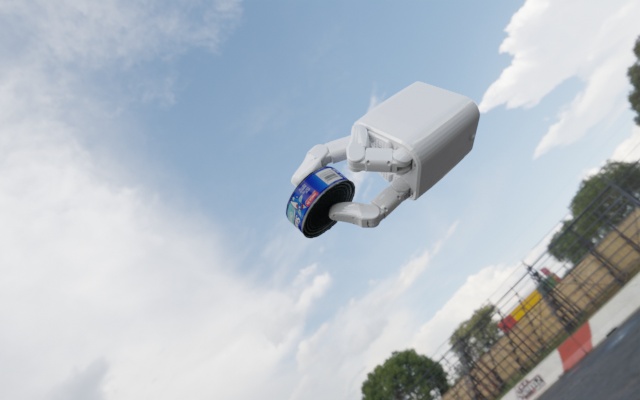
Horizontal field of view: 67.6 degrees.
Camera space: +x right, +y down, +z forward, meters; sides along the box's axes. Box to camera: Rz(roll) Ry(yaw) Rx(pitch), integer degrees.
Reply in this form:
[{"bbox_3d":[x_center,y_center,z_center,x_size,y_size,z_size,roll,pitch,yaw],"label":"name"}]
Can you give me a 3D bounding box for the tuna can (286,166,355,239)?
[{"bbox_3d":[0.000,0.002,0.570,0.033,0.086,0.086,41,20,25],"label":"tuna can"}]
